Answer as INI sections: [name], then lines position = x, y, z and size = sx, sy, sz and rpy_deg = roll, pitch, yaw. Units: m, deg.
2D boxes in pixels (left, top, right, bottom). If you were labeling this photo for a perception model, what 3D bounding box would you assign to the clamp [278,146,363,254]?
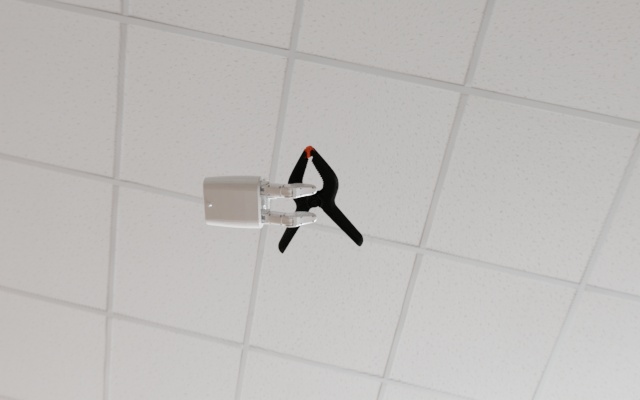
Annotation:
[clamp]
position = 0.000, 0.002, 0.897
size = 0.164, 0.210, 0.036
rpy_deg = 1, 17, 1
